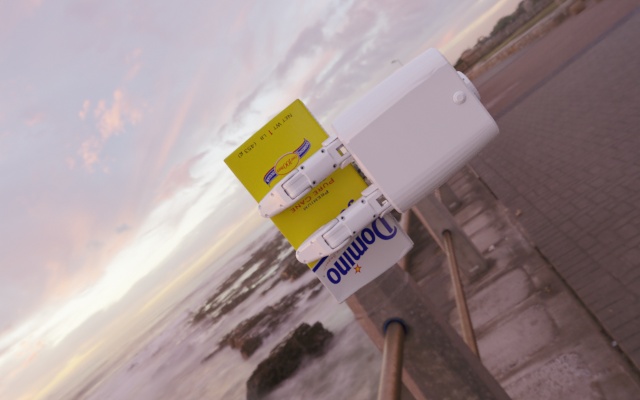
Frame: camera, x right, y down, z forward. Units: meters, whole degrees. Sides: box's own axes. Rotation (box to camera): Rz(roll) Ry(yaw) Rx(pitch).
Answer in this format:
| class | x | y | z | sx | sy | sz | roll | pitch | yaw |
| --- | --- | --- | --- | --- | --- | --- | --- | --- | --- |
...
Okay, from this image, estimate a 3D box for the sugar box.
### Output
| class | x | y | z | sx | sy | sz | roll | pitch | yaw |
| --- | --- | --- | --- | --- | --- | --- | --- | --- | --- |
| sugar box | 0.000 | 0.001 | 0.456 | 0.093 | 0.176 | 0.048 | -39 | 2 | 8 |
